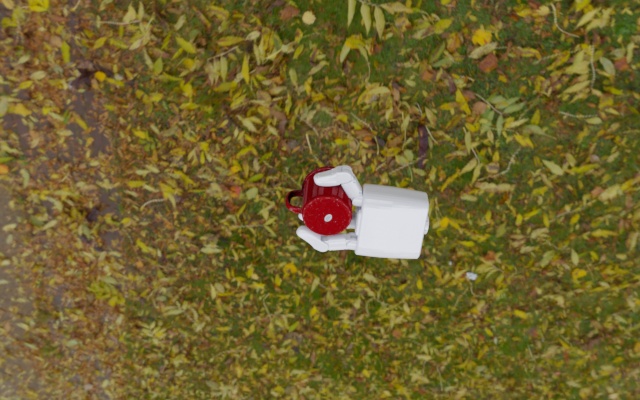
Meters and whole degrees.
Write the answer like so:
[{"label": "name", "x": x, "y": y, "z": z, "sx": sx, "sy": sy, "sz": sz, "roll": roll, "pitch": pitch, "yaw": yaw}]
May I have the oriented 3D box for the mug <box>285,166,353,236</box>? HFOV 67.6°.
[{"label": "mug", "x": -0.001, "y": 0.003, "z": 0.788, "sx": 0.117, "sy": 0.093, "sz": 0.081, "roll": 4, "pitch": 35, "yaw": 0}]
